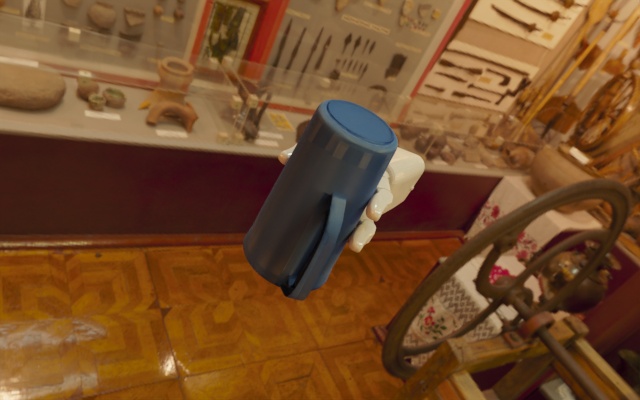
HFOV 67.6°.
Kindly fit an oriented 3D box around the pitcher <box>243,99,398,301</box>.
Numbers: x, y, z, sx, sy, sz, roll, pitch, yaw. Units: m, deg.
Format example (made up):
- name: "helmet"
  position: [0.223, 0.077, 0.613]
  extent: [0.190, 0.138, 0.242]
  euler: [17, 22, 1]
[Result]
- name: "pitcher"
  position: [0.000, 0.002, 0.621]
  extent: [0.149, 0.243, 0.145]
  euler: [43, 34, 22]
